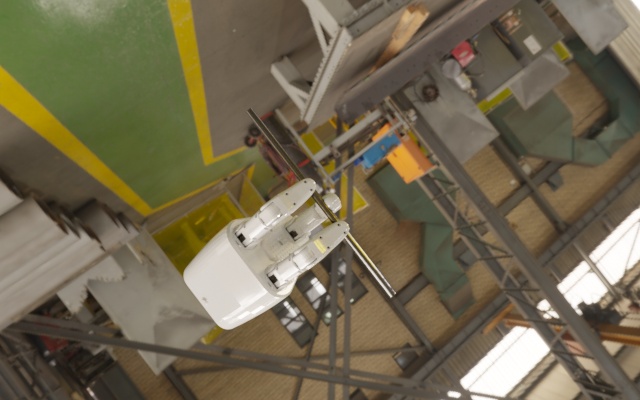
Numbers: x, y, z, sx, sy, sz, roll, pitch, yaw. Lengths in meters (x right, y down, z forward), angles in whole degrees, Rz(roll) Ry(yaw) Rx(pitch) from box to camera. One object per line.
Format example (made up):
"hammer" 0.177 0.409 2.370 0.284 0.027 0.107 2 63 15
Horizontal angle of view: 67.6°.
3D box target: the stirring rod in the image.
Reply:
"stirring rod" 0.000 0.002 0.491 0.011 0.239 0.011 -38 -1 -1
